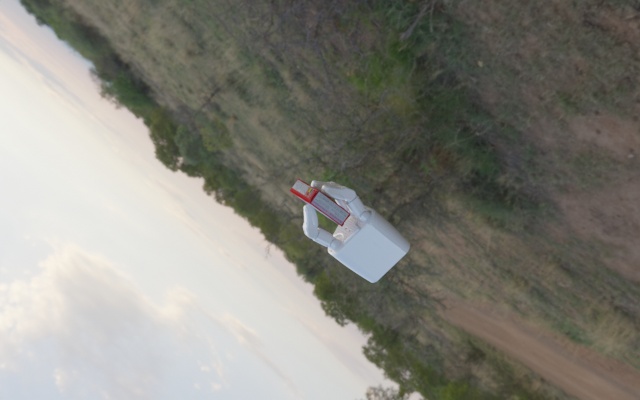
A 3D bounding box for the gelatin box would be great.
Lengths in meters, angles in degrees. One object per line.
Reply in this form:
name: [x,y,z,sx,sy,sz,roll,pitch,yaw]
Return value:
gelatin box: [0.000,0.003,0.832,0.089,0.030,0.073,35,-2,-36]
